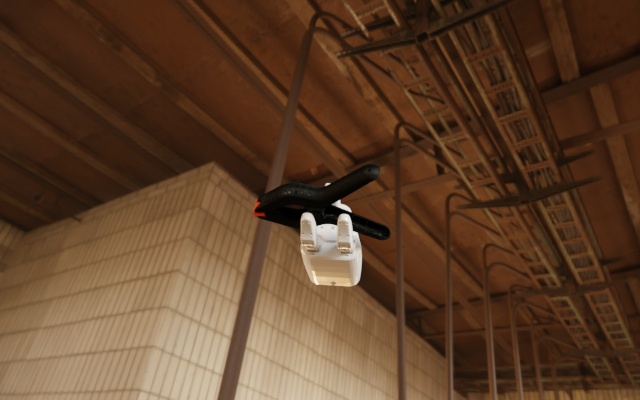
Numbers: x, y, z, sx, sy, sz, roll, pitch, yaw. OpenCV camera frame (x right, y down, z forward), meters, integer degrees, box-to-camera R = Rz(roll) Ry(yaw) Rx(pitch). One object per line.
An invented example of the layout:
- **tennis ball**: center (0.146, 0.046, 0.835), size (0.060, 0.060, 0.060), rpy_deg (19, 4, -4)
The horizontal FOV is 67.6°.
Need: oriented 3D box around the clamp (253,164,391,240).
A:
- **clamp**: center (0.000, 0.002, 0.709), size (0.210, 0.036, 0.165), rpy_deg (3, -38, 9)
